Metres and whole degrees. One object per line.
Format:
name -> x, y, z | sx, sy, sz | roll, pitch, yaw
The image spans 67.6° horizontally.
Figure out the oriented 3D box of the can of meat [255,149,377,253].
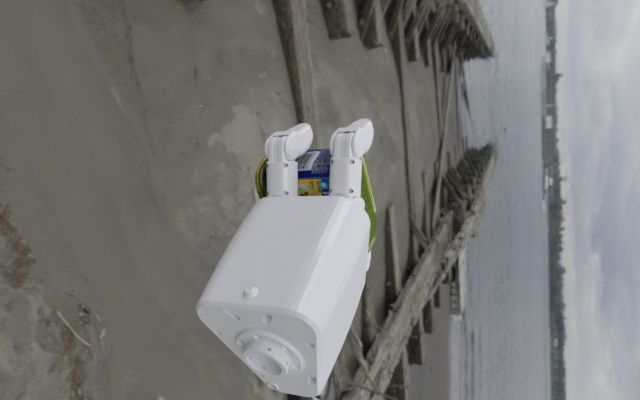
can of meat -> 0.000, 0.001, 0.434 | 0.084, 0.102, 0.057 | -1, 36, 26
